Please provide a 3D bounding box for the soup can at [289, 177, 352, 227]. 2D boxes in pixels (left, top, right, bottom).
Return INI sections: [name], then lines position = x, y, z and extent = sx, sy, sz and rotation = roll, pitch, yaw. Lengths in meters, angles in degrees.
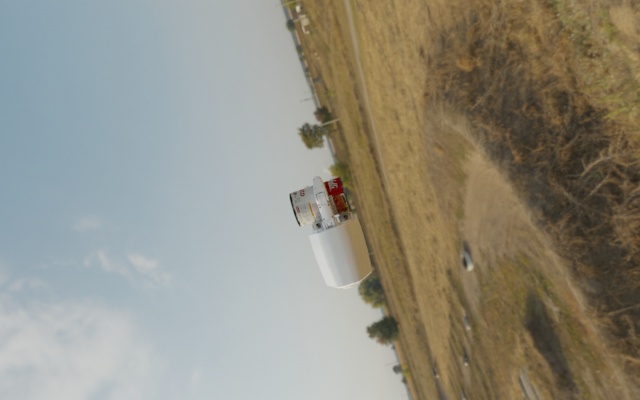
[soup can]
position = 0.000, 0.003, 0.891
extent = 0.102, 0.068, 0.068
rotation = -18, -1, 3
